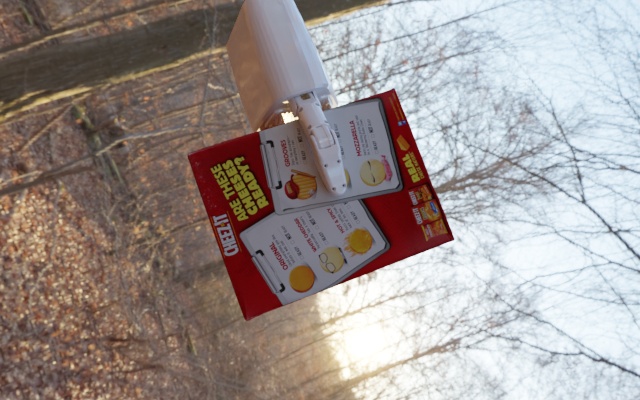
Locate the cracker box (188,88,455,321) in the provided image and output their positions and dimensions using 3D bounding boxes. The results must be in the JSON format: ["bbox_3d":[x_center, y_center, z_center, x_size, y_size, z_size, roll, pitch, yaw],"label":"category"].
[{"bbox_3d":[0.000,0.001,0.478,0.213,0.164,0.072,-20,-6,-9],"label":"cracker box"}]
